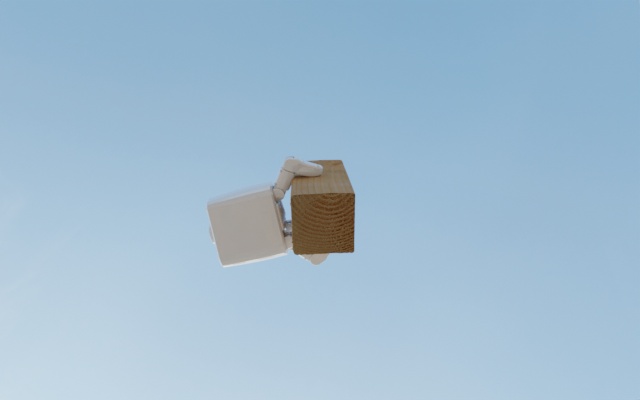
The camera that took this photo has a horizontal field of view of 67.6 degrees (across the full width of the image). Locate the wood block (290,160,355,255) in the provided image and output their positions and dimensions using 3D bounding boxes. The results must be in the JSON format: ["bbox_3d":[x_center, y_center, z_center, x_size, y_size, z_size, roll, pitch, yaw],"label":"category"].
[{"bbox_3d":[0.000,0.002,0.755,0.090,0.091,0.206,-2,18,-2],"label":"wood block"}]
